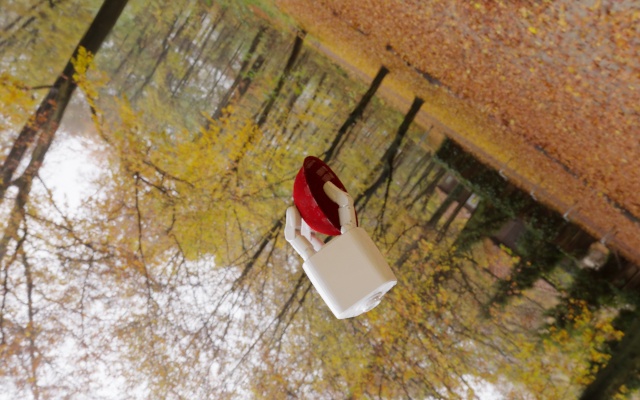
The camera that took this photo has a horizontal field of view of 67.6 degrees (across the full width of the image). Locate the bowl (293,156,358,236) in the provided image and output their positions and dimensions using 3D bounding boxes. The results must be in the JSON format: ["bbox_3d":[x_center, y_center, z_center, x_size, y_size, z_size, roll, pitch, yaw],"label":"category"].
[{"bbox_3d":[-0.001,0.002,0.845,0.055,0.162,0.162,-31,-13,22],"label":"bowl"}]
